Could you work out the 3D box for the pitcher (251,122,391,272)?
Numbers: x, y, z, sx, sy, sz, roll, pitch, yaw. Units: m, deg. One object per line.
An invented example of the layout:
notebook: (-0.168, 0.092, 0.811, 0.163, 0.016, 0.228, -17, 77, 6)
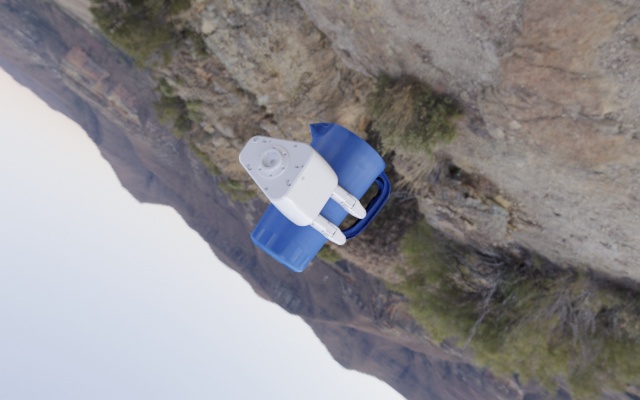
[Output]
pitcher: (0.000, 0.003, 0.818, 0.149, 0.243, 0.145, 32, -6, 27)
